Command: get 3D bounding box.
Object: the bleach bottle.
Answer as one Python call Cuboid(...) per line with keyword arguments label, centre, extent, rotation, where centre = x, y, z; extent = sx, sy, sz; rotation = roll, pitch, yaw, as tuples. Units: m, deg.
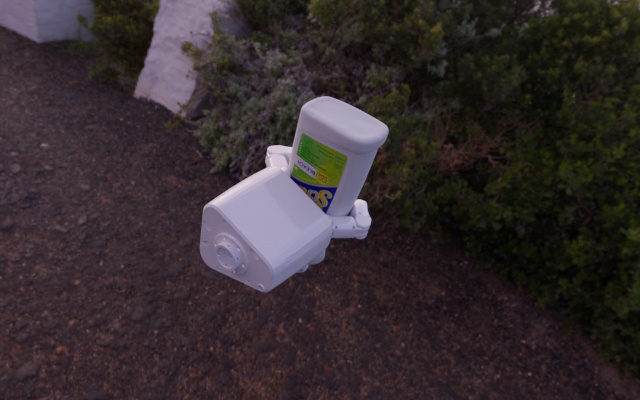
Cuboid(label="bleach bottle", centre=(0.000, 0.002, 0.607), extent=(0.102, 0.251, 0.068), rotation=(32, 40, 20))
